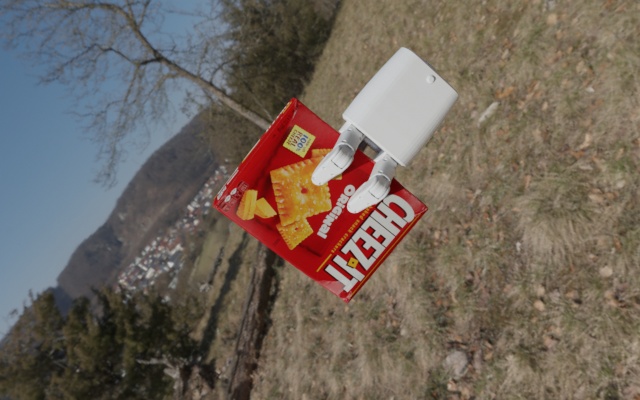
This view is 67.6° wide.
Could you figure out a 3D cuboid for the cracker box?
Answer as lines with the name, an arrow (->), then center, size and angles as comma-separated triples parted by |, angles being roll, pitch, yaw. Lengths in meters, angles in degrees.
cracker box -> 0.000, 0.002, 0.600 | 0.214, 0.164, 0.072 | 38, 7, -13
